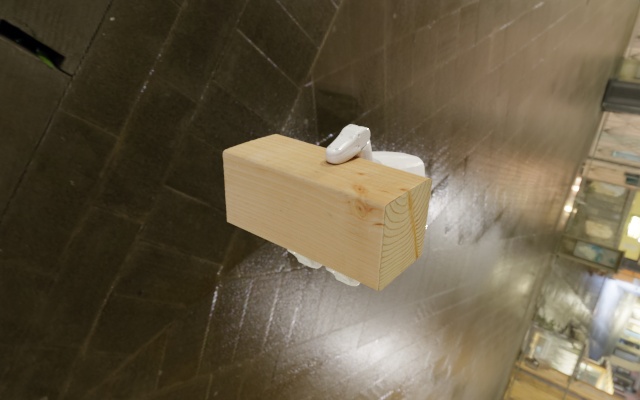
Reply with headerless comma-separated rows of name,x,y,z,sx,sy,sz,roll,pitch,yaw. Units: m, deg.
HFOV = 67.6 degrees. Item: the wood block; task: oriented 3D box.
wood block,0.000,0.001,0.506,0.206,0.091,0.090,20,30,33
